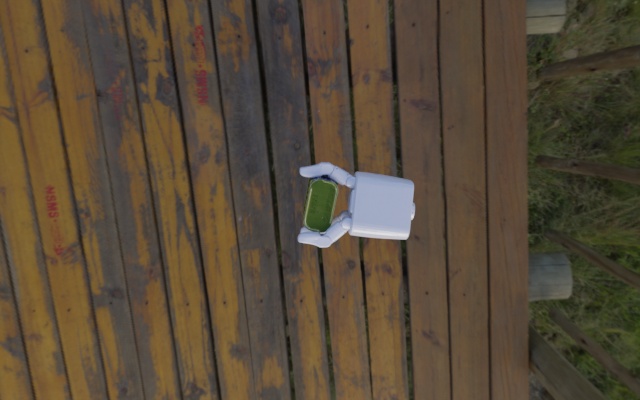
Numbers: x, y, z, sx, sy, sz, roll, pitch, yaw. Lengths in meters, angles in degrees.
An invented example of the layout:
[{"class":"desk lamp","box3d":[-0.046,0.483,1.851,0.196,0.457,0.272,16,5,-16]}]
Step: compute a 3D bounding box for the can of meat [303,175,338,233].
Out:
[{"class":"can of meat","box3d":[0.000,0.003,0.884,0.057,0.102,0.084,10,10,-3]}]
